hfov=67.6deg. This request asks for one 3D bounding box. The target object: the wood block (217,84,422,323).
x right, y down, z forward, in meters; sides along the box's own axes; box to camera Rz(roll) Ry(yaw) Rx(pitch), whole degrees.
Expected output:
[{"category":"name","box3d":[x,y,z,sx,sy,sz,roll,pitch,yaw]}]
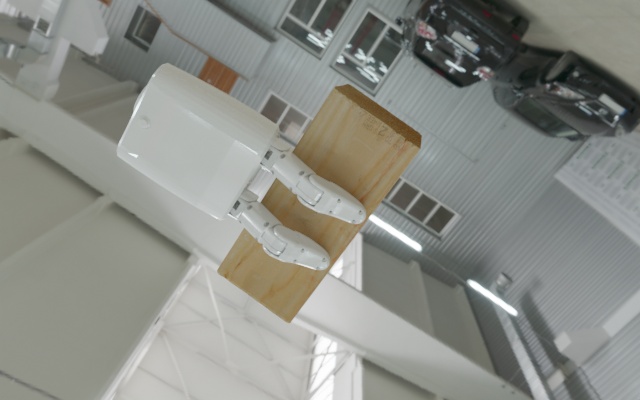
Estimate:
[{"category":"wood block","box3d":[0.000,0.001,0.461,0.090,0.206,0.090,35,20,1]}]
